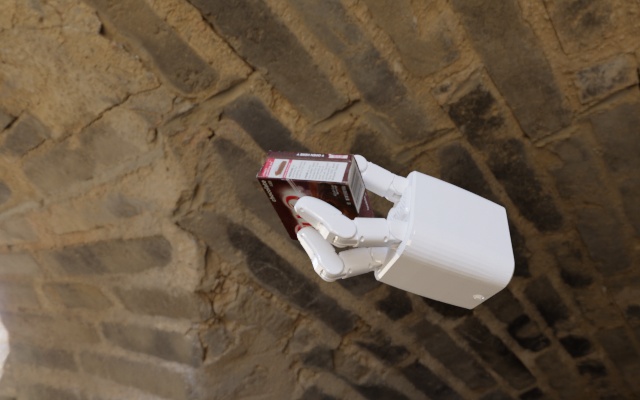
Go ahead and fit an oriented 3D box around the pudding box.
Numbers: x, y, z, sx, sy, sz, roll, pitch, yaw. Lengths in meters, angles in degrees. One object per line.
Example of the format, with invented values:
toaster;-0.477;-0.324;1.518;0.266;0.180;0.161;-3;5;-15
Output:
pudding box;0.000;0.001;0.471;0.090;0.039;0.114;4;-37;21
